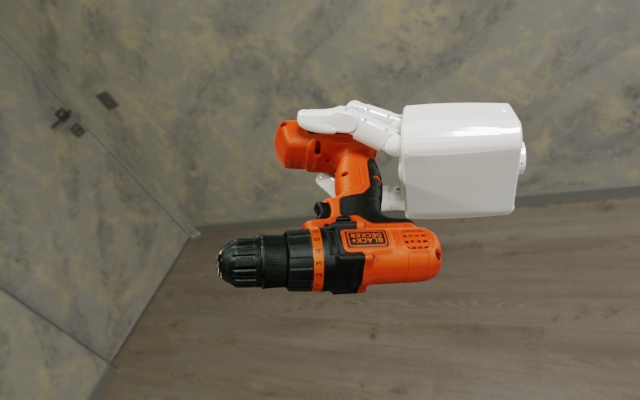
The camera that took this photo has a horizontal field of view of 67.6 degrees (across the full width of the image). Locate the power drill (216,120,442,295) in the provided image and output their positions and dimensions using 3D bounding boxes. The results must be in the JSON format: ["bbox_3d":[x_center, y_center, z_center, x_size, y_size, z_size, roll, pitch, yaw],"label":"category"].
[{"bbox_3d":[0.000,0.001,0.440,0.184,0.187,0.057,0,-44,-10],"label":"power drill"}]
